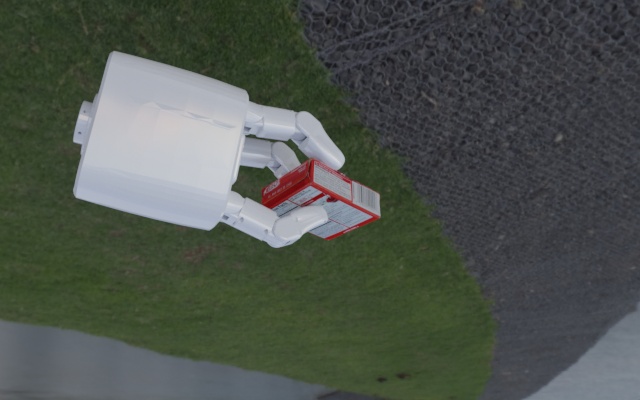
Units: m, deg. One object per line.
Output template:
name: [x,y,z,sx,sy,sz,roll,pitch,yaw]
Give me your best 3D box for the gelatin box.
gelatin box: [0.000,0.002,0.447,0.089,0.030,0.073,26,-37,-33]
